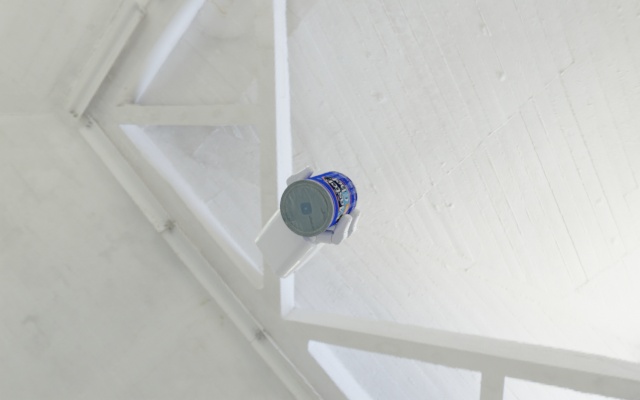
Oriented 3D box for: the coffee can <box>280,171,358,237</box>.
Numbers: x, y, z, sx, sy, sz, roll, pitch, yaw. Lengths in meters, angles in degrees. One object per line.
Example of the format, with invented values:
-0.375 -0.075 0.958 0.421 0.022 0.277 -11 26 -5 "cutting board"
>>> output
0.000 0.003 0.897 0.103 0.103 0.140 0 10 23 "coffee can"
